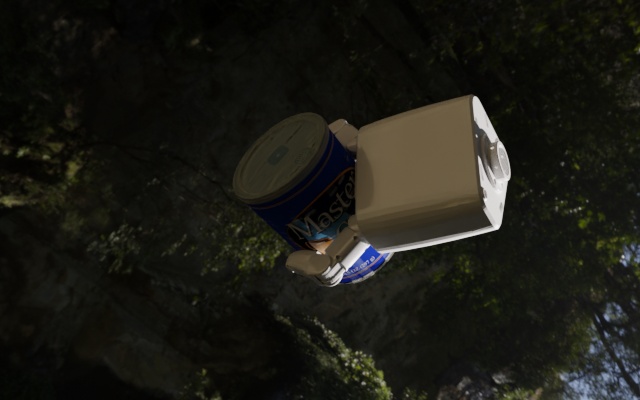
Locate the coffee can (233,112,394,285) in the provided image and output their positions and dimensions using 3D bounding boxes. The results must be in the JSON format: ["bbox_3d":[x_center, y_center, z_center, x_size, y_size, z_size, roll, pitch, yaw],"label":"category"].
[{"bbox_3d":[0.000,0.001,0.460,0.103,0.102,0.140,0,-37,44],"label":"coffee can"}]
